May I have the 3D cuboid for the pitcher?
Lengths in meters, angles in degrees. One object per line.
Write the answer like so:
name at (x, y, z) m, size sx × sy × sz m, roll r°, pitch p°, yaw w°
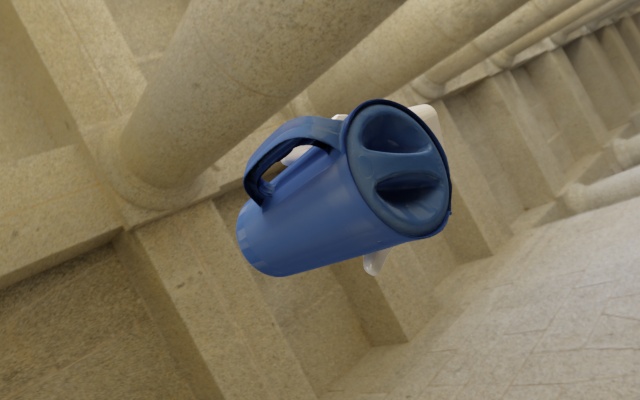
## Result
pitcher at (0.000, 0.002, 0.503) m, size 0.145 × 0.149 × 0.243 m, roll -29°, pitch 0°, yaw -42°
